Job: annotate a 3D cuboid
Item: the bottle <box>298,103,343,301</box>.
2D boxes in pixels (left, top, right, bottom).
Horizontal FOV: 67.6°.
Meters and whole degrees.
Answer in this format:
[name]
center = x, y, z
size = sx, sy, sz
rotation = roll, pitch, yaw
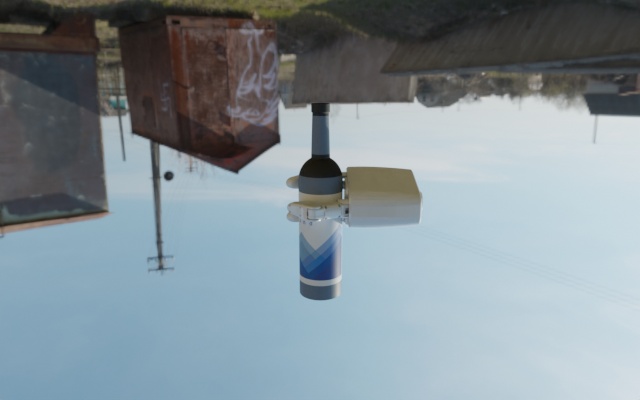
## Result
[bottle]
center = 0.000, 0.003, 0.725
size = 0.069, 0.296, 0.069
rotation = 0, 14, 0
